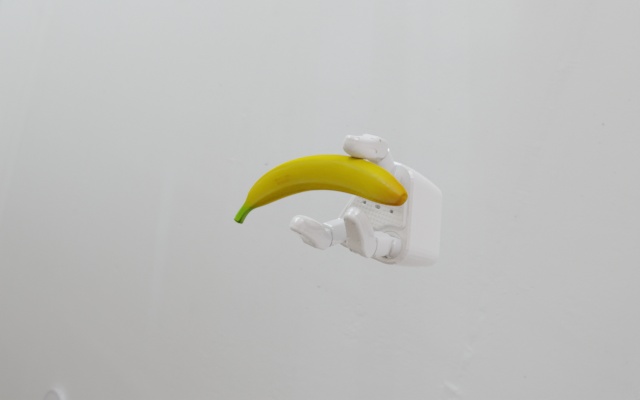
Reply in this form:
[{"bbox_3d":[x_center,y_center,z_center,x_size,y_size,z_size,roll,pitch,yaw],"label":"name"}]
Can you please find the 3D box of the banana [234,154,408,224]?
[{"bbox_3d":[-0.002,-0.016,0.493,0.198,0.069,0.037,-9,-20,30],"label":"banana"}]
